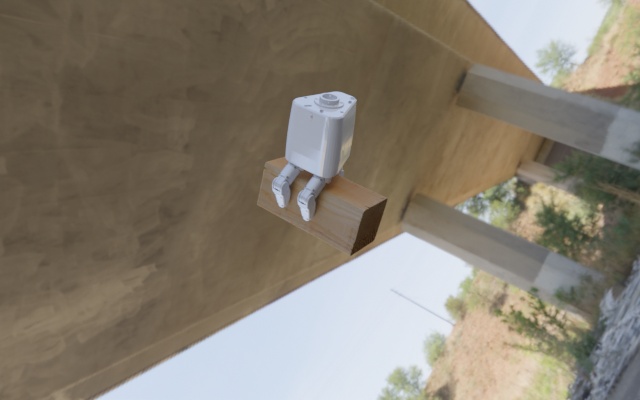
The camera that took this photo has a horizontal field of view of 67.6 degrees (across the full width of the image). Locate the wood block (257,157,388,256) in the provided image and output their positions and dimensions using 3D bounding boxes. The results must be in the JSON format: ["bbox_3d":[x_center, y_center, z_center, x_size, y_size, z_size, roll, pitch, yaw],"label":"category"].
[{"bbox_3d":[0.000,0.002,0.847,0.206,0.090,0.091,27,28,26],"label":"wood block"}]
